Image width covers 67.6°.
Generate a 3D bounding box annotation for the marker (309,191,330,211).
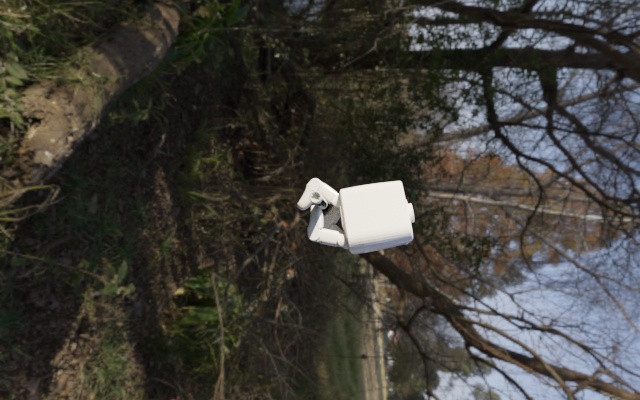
[{"bbox_3d":[0.000,0.003,0.777,0.020,0.020,0.121,0,-8,7],"label":"marker"}]
